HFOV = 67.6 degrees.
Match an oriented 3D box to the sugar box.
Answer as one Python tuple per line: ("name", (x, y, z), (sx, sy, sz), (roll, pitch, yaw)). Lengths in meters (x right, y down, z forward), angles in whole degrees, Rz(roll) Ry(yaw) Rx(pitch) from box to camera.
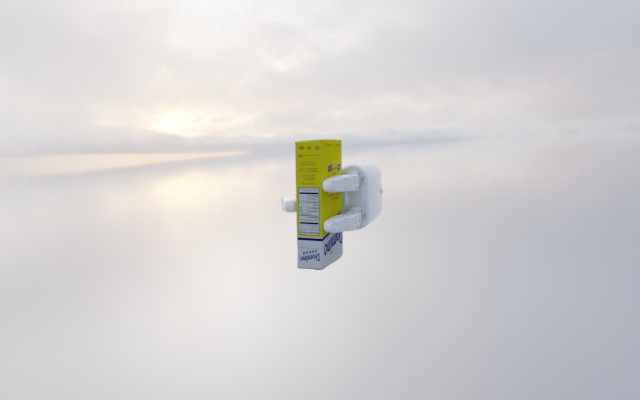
("sugar box", (0.001, 0.002, 0.678), (0.048, 0.176, 0.093), (-1, 7, 21))
